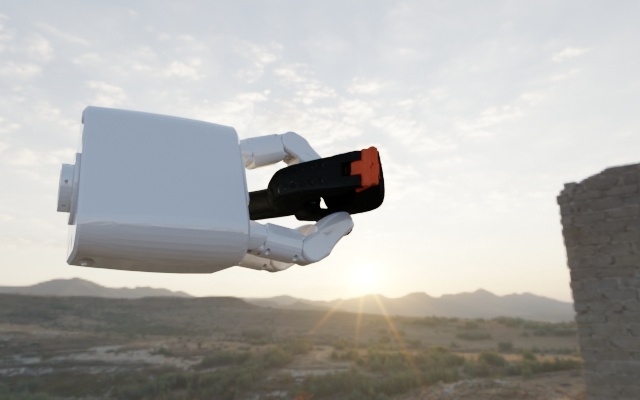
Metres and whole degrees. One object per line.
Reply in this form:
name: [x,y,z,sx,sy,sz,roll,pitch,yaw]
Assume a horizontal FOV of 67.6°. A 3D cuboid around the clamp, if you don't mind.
clamp: [0.000,0.000,0.414,0.164,0.036,0.210,7,-16,-30]
